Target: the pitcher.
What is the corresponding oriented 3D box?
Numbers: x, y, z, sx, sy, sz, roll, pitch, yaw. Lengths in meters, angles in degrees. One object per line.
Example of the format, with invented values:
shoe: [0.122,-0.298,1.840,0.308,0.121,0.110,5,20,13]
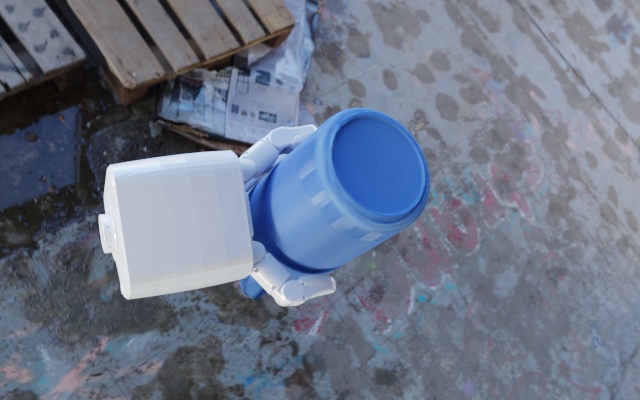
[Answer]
pitcher: [0.000,0.002,0.481,0.145,0.149,0.243,-8,-15,-29]
